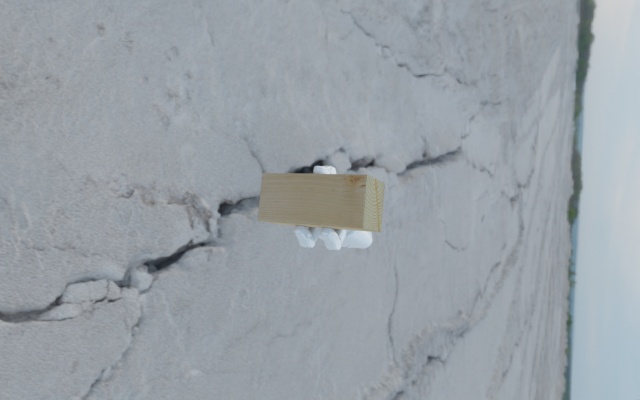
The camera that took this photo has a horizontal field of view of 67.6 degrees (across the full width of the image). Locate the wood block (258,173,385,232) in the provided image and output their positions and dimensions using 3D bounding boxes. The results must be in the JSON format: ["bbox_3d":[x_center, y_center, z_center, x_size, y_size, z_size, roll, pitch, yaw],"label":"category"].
[{"bbox_3d":[0.000,0.003,0.854,0.206,0.091,0.090,2,-7,28],"label":"wood block"}]
